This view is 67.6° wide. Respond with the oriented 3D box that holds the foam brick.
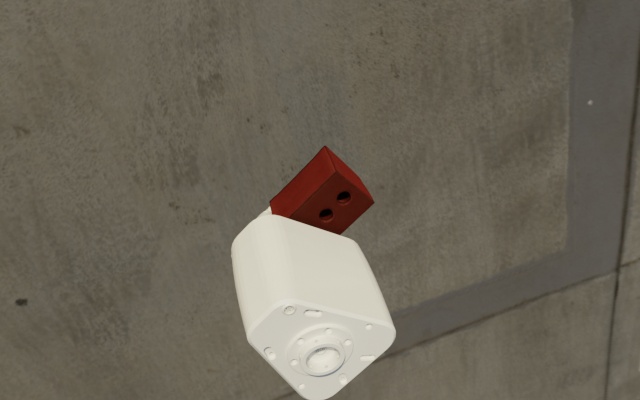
[{"bbox_3d":[0.000,0.001,0.436,0.053,0.078,0.051,38,15,-29],"label":"foam brick"}]
